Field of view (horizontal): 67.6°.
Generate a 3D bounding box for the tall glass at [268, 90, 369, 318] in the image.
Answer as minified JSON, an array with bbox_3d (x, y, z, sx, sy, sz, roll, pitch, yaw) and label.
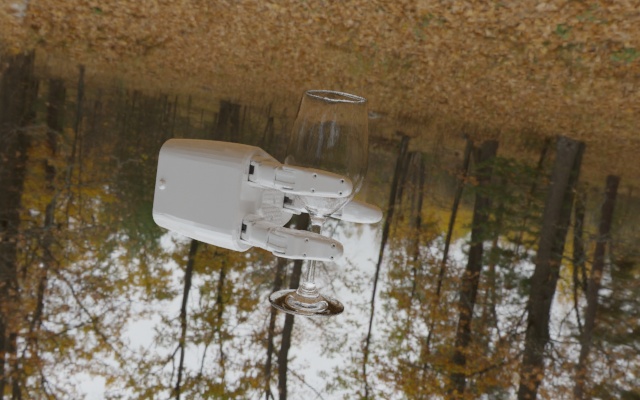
[{"bbox_3d":[0.000,0.002,0.452,0.079,0.201,0.079,8,6,-1],"label":"tall glass"}]
